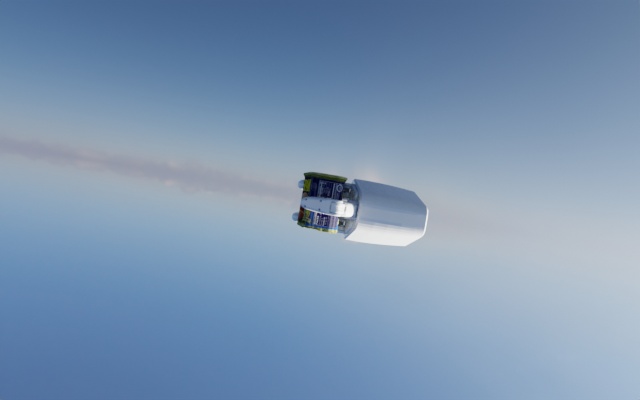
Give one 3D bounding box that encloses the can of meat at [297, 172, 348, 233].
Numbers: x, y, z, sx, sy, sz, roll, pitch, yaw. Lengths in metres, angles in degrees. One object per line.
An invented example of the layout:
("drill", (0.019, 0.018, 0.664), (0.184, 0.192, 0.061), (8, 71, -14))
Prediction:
("can of meat", (0.000, 0.003, 0.733), (0.057, 0.084, 0.102), (9, 0, -11))
